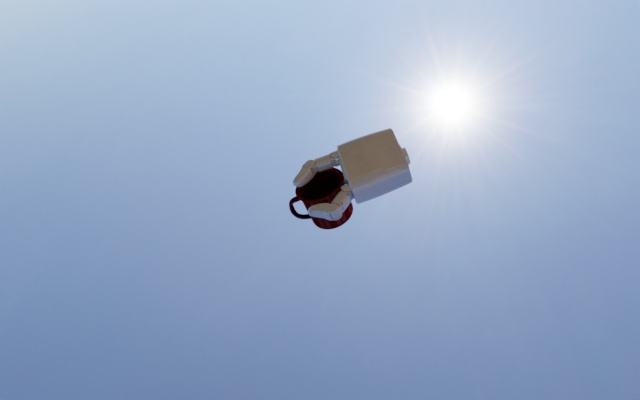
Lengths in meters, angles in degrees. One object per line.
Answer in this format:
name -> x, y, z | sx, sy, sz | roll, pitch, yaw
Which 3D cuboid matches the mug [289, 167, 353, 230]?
mug -> -0.001, 0.004, 0.880 | 0.117, 0.082, 0.093 | -20, 38, 7
